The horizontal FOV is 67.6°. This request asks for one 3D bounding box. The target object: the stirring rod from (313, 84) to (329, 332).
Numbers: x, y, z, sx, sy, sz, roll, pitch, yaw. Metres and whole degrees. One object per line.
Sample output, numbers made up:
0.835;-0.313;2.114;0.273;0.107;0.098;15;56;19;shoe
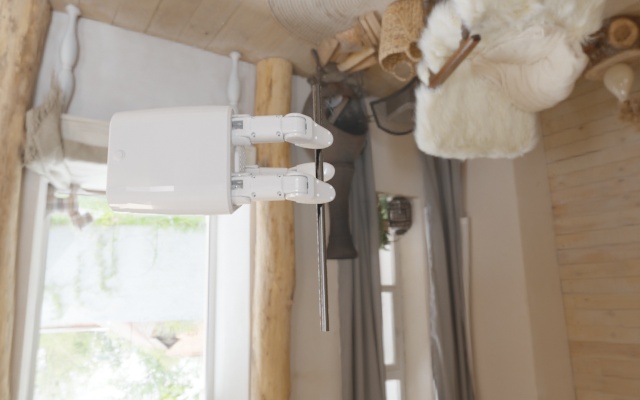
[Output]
0.000;0.001;0.460;0.011;0.239;0.011;-2;-12;0;stirring rod
